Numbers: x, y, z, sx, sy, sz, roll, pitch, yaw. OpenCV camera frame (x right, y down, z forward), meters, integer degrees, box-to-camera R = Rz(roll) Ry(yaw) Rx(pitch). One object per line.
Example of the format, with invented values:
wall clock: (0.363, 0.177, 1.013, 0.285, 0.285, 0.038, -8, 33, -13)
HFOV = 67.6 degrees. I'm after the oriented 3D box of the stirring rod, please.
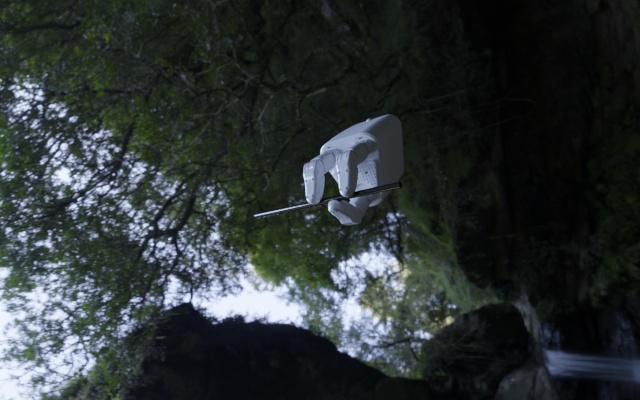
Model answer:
stirring rod: (0.000, 0.002, 0.643, 0.239, 0.011, 0.011, -12, -7, 35)
